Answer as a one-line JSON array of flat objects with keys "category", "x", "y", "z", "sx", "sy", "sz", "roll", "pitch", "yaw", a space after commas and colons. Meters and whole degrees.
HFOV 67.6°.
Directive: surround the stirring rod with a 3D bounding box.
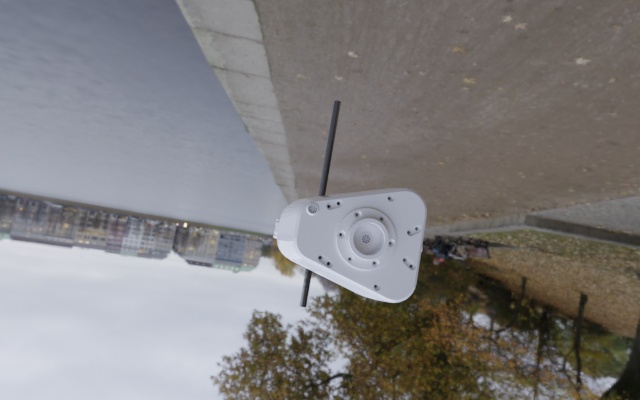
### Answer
[{"category": "stirring rod", "x": 0.000, "y": 0.002, "z": 0.550, "sx": 0.011, "sy": 0.239, "sz": 0.011, "roll": 10, "pitch": -5, "yaw": 1}]
